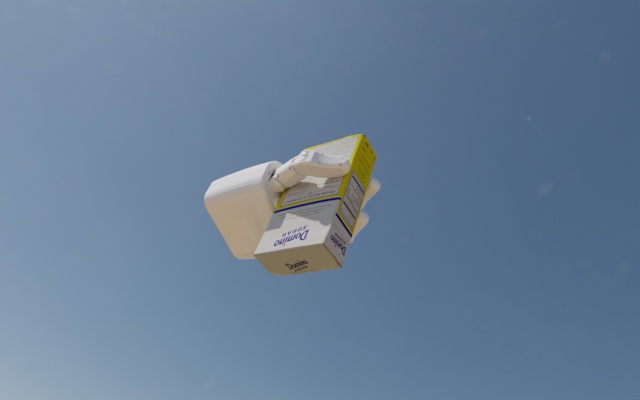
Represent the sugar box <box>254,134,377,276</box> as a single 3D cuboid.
[{"bbox_3d":[0.000,0.002,0.542,0.093,0.176,0.048,-12,-49,33],"label":"sugar box"}]
